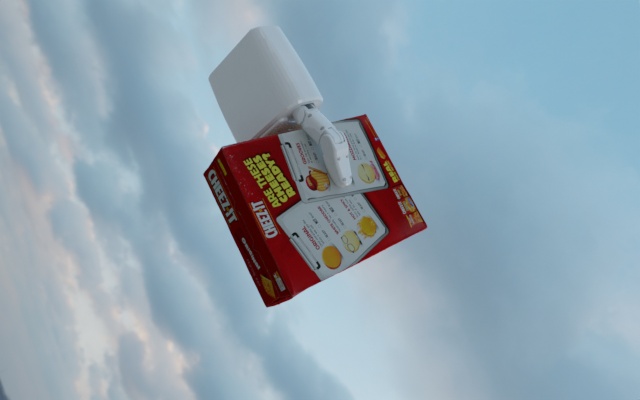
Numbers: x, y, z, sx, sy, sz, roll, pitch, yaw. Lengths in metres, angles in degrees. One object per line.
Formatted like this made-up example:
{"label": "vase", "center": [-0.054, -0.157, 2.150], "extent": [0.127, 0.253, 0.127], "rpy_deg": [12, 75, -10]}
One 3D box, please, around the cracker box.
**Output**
{"label": "cracker box", "center": [0.000, 0.002, 0.545], "extent": [0.213, 0.164, 0.072], "rpy_deg": [-20, -11, -38]}
